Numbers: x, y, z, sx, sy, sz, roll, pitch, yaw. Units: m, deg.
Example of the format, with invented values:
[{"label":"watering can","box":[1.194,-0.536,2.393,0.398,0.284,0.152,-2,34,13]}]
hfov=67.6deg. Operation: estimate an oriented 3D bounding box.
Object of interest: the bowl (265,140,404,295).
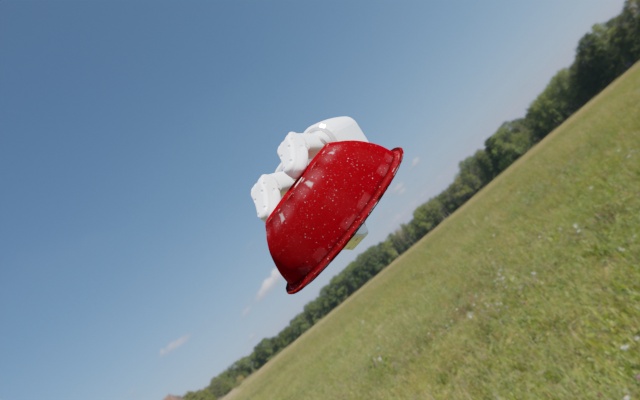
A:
[{"label":"bowl","box":[0.000,0.001,0.419,0.055,0.162,0.162,38,-5,-6]}]
